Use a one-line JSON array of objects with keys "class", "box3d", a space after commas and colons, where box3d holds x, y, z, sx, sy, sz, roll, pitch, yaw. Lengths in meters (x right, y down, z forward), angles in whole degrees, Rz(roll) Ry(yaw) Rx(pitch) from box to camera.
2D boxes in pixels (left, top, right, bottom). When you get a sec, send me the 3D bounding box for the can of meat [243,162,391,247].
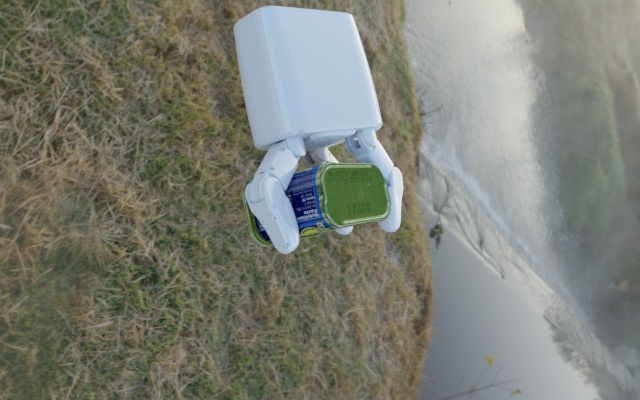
[{"class": "can of meat", "box3d": [0.000, 0.001, 0.414, 0.084, 0.057, 0.102, -15, -5, 38]}]
